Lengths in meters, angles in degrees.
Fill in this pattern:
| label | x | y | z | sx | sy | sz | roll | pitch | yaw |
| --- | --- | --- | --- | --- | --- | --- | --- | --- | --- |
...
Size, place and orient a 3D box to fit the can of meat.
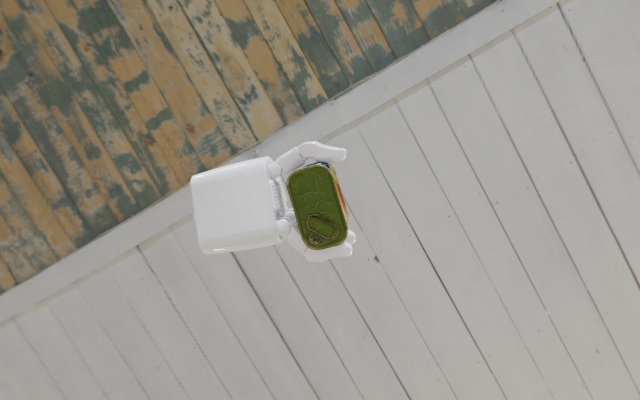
| label | x | y | z | sx | sy | sz | roll | pitch | yaw |
| --- | --- | --- | --- | --- | --- | --- | --- | --- | --- |
| can of meat | 0.000 | 0.002 | 0.609 | 0.057 | 0.102 | 0.084 | -15 | 8 | 8 |
